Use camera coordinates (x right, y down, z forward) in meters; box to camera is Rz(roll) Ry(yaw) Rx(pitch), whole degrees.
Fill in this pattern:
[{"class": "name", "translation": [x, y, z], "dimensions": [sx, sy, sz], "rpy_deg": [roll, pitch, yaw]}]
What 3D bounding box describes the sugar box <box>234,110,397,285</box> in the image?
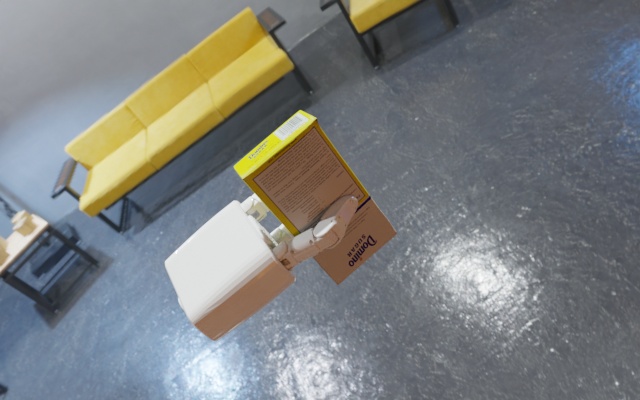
[{"class": "sugar box", "translation": [0.000, 0.001, 0.511], "dimensions": [0.093, 0.176, 0.048], "rpy_deg": [-40, 34, -3]}]
